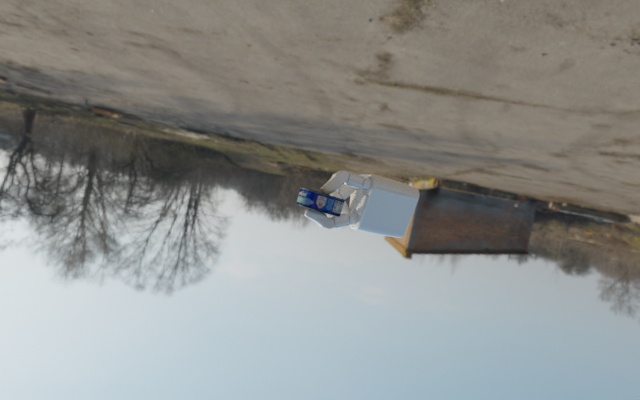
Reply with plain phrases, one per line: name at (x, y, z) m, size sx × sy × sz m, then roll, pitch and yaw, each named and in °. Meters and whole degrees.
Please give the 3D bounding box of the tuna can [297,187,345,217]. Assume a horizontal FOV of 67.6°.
tuna can at (0.000, 0.003, 0.877) m, size 0.086 × 0.034 × 0.086 m, roll 16°, pitch 0°, yaw 0°
